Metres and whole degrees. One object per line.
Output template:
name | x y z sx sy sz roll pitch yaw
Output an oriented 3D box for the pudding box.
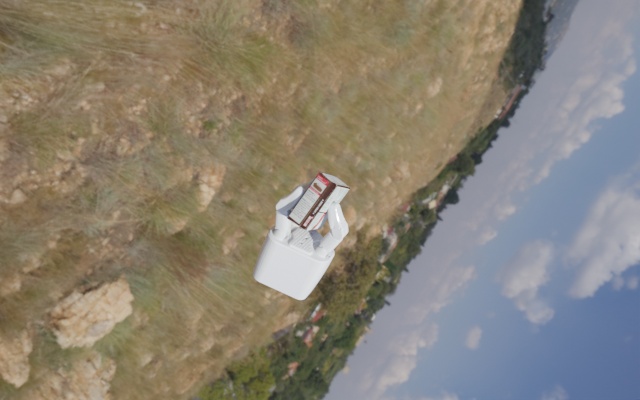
pudding box | 0.000 0.003 0.772 0.039 0.090 0.113 36 7 10
